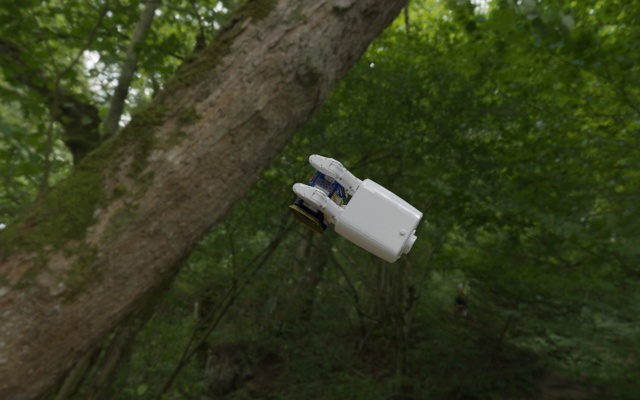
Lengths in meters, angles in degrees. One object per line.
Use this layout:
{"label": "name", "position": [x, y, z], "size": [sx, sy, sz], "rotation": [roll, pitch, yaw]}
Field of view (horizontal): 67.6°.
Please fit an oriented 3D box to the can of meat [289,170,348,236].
{"label": "can of meat", "position": [0.000, 0.002, 0.799], "size": [0.057, 0.084, 0.102], "rotation": [31, -12, 16]}
